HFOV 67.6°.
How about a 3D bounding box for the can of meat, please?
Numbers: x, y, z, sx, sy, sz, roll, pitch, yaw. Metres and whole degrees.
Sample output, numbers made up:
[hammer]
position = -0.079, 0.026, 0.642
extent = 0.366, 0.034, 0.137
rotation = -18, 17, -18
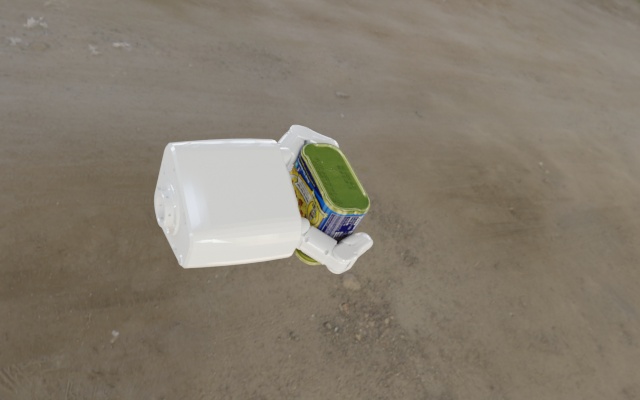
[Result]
[can of meat]
position = 0.000, 0.002, 0.504
extent = 0.057, 0.102, 0.084
rotation = -3, -40, -32
